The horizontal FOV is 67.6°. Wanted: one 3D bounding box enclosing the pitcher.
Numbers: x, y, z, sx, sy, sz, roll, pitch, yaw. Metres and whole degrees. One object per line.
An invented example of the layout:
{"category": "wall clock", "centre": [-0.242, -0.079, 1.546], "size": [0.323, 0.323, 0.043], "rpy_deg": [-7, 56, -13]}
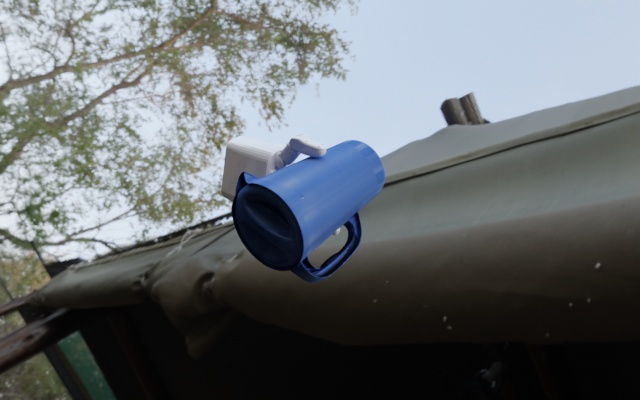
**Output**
{"category": "pitcher", "centre": [0.000, 0.002, 0.727], "size": [0.145, 0.149, 0.242], "rpy_deg": [19, 35, 33]}
